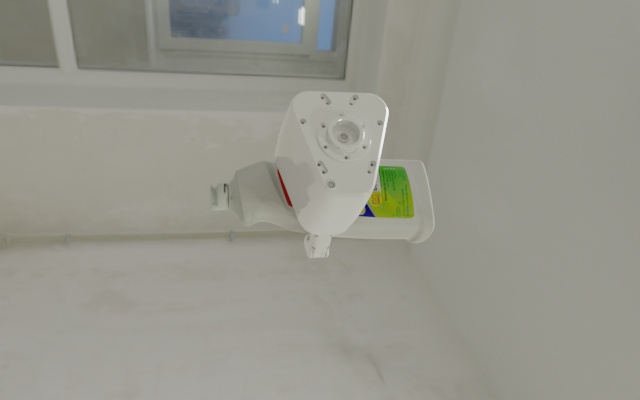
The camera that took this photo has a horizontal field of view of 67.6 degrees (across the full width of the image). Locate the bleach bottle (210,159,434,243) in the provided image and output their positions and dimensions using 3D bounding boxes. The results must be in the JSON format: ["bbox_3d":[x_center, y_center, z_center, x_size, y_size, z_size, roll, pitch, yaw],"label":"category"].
[{"bbox_3d":[0.000,0.002,0.559,0.251,0.102,0.068,-1,-20,-11],"label":"bleach bottle"}]
